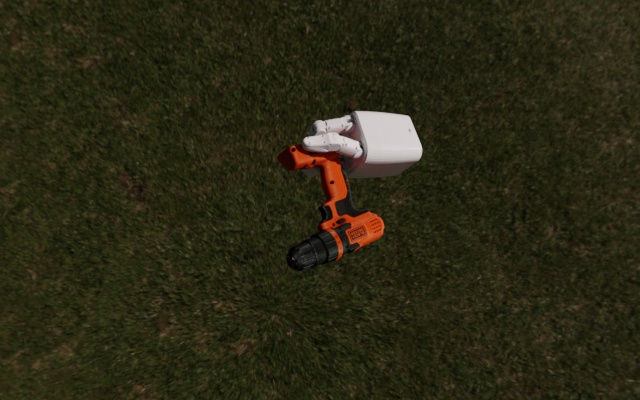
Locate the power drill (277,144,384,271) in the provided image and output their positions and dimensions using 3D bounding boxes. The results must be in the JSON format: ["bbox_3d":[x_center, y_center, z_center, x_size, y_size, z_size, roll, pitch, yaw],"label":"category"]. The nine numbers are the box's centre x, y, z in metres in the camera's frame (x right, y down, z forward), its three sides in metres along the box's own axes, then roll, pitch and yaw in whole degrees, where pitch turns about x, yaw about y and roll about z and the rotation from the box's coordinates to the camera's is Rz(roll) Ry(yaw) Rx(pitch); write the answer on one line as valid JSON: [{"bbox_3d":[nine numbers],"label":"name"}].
[{"bbox_3d":[0.000,0.002,0.750,0.184,0.187,0.057,-19,-2,-37],"label":"power drill"}]
